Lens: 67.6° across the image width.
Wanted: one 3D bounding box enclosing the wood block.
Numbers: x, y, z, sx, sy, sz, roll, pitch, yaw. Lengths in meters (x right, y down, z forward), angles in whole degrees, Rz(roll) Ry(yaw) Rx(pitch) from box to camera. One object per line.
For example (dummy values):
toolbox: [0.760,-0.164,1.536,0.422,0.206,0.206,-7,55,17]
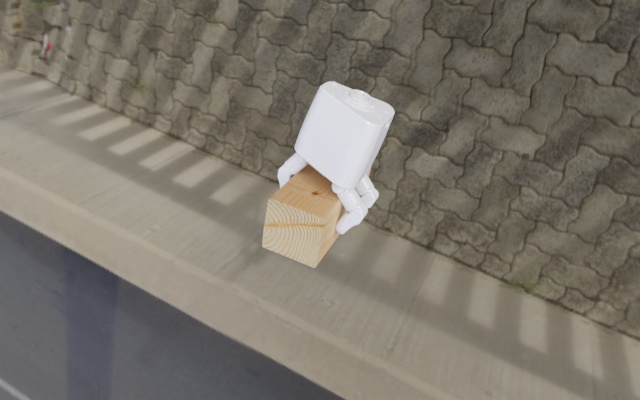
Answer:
wood block: [0.000,0.002,0.755,0.091,0.090,0.206,21,33,15]
